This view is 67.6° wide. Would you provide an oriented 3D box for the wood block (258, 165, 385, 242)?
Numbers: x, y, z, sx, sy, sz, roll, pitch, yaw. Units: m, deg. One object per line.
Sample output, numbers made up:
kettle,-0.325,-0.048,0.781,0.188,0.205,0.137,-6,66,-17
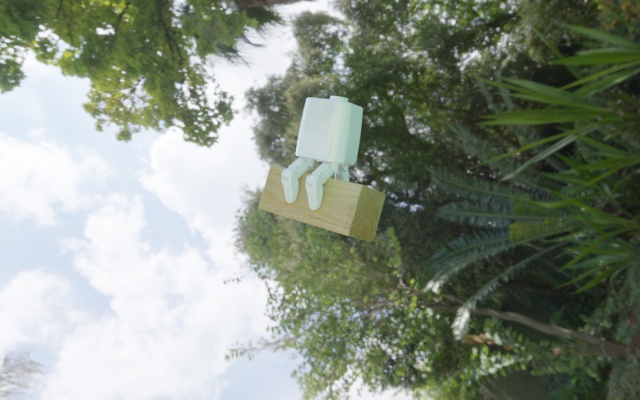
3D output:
wood block,0.000,0.002,0.872,0.206,0.090,0.091,15,-1,36
